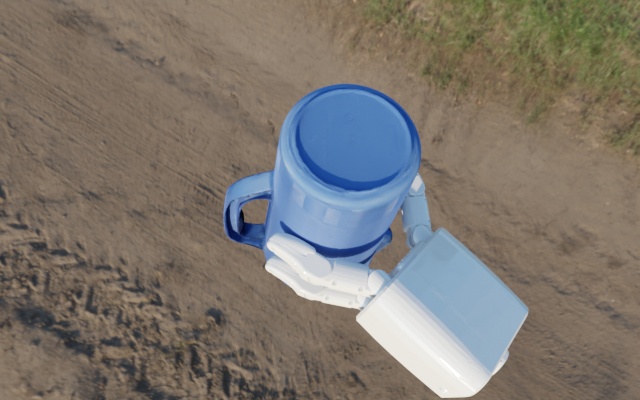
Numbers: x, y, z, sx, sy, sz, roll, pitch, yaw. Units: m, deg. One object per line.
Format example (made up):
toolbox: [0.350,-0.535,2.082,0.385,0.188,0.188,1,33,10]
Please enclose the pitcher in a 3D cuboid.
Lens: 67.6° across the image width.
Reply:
pitcher: [0.000,0.002,0.457,0.149,0.145,0.243,-41,-13,-20]
